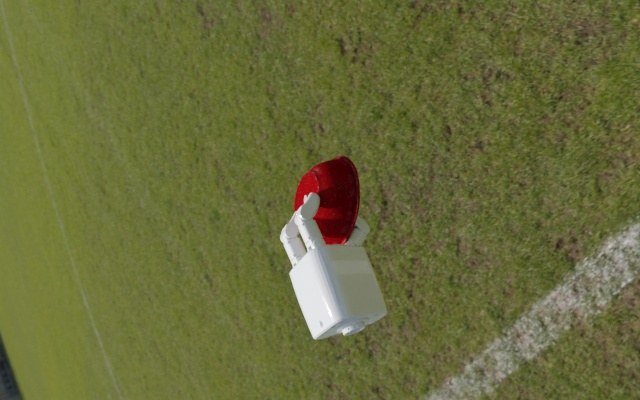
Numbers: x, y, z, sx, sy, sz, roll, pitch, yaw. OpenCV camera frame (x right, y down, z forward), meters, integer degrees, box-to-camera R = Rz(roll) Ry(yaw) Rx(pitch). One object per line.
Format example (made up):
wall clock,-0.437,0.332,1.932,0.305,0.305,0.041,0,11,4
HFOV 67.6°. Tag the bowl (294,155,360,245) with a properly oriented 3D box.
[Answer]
bowl,-0.001,0.002,0.774,0.055,0.162,0.162,9,-4,-25
